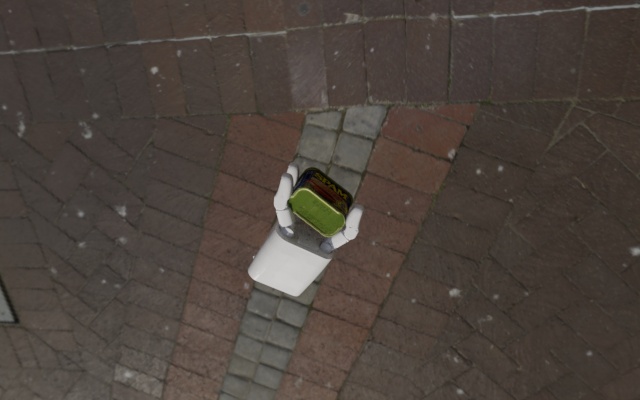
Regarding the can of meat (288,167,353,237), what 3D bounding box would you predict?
[{"bbox_3d":[0.000,0.003,0.788,0.102,0.057,0.084,38,25,-7],"label":"can of meat"}]
